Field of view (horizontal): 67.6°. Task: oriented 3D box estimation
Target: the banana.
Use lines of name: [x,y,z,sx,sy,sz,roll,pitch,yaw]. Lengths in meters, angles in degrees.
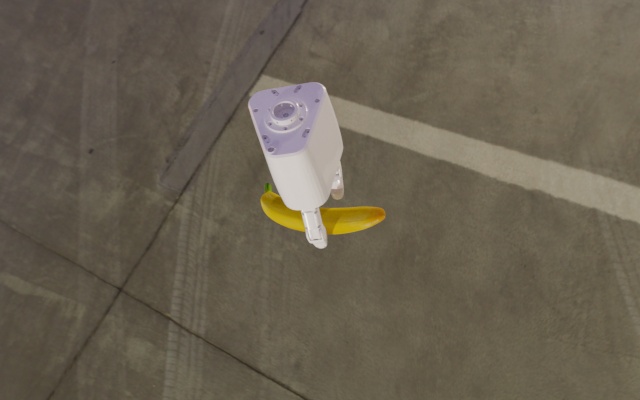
banana: [-0.010,0.016,0.676,0.198,0.069,0.037,14,-32,22]
